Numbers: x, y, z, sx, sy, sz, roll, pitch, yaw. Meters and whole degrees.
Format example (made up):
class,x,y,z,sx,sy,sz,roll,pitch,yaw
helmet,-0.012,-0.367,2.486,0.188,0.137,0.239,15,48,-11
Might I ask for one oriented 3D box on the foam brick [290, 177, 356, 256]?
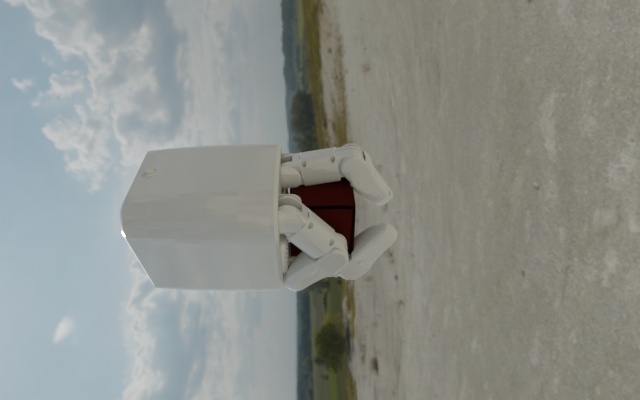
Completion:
class,x,y,z,sx,sy,sz,roll,pitch,yaw
foam brick,0.000,0.001,0.401,0.051,0.053,0.078,-1,37,-1
